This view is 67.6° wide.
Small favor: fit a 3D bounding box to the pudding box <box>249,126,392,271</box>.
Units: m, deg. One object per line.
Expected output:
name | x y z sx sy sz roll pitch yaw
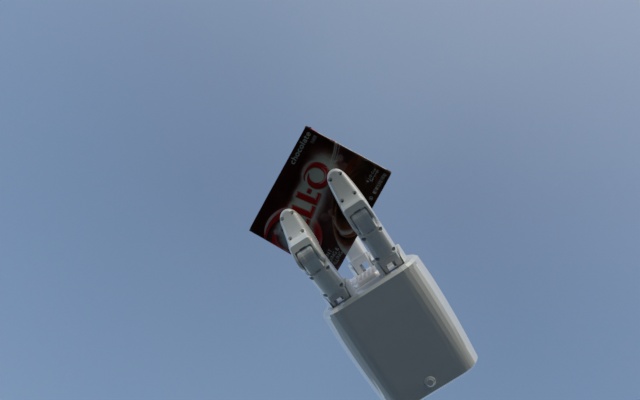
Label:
pudding box | 0.000 0.001 0.447 0.090 0.113 0.039 29 2 4
